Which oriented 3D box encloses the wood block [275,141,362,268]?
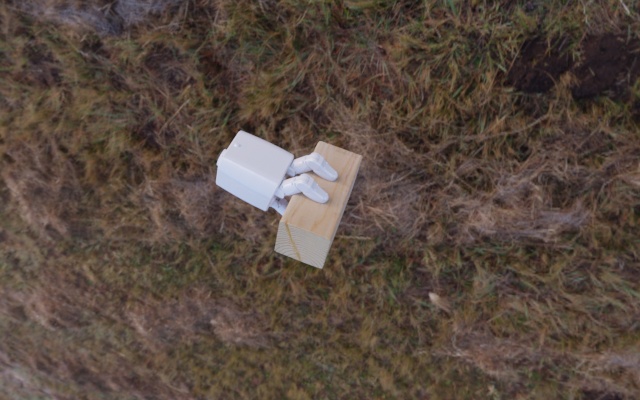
[{"bbox_3d":[0.000,0.003,0.851,0.090,0.206,0.091,20,-40,4],"label":"wood block"}]
